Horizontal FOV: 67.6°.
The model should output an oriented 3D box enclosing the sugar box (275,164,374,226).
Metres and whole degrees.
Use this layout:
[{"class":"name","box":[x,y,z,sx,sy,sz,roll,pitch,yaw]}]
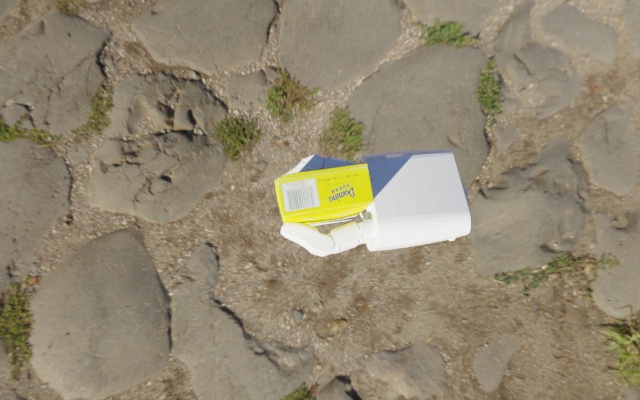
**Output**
[{"class":"sugar box","box":[0.000,0.002,0.543,0.093,0.048,0.176,-8,-10,-3]}]
